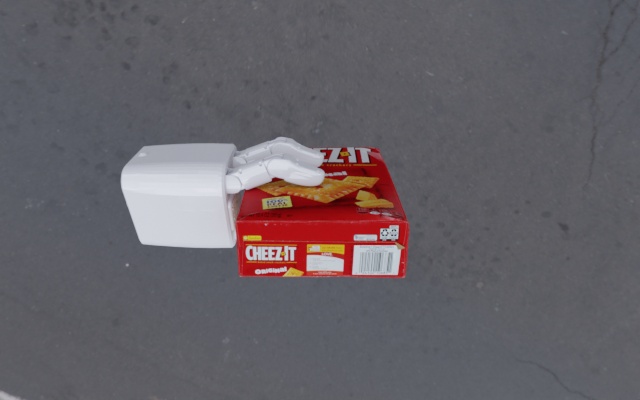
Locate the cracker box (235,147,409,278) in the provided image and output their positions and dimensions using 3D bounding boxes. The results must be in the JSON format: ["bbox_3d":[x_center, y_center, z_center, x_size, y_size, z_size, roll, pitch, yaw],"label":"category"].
[{"bbox_3d":[0.000,0.002,0.542,0.164,0.072,0.213,0,25,-1],"label":"cracker box"}]
